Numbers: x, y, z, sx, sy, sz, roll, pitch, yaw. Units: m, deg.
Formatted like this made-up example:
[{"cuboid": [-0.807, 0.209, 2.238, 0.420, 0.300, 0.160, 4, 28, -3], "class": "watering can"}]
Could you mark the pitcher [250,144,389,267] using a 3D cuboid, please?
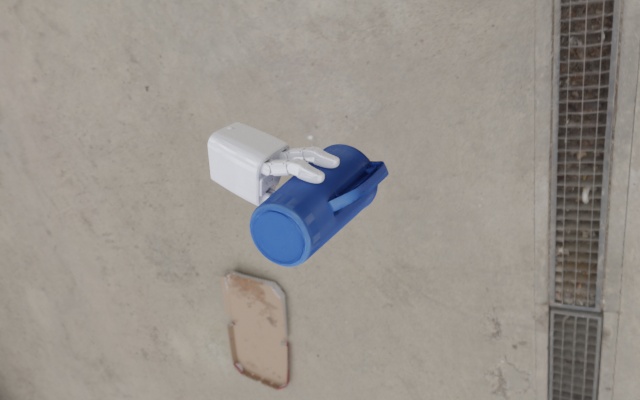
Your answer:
[{"cuboid": [0.000, 0.003, 0.787, 0.145, 0.149, 0.242, 29, 36, 14], "class": "pitcher"}]
